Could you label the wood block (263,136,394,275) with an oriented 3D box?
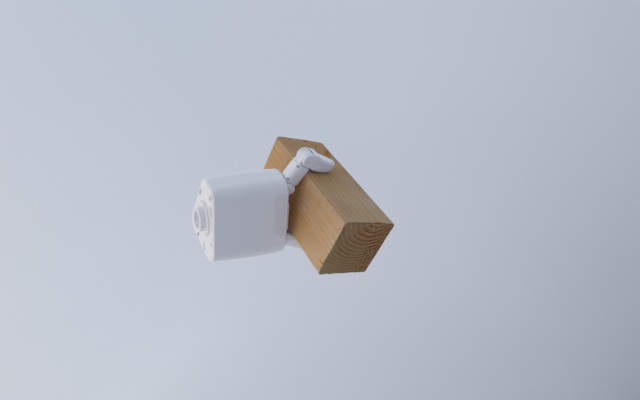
[{"bbox_3d":[0.000,0.002,0.694,0.090,0.091,0.206,4,35,-38],"label":"wood block"}]
